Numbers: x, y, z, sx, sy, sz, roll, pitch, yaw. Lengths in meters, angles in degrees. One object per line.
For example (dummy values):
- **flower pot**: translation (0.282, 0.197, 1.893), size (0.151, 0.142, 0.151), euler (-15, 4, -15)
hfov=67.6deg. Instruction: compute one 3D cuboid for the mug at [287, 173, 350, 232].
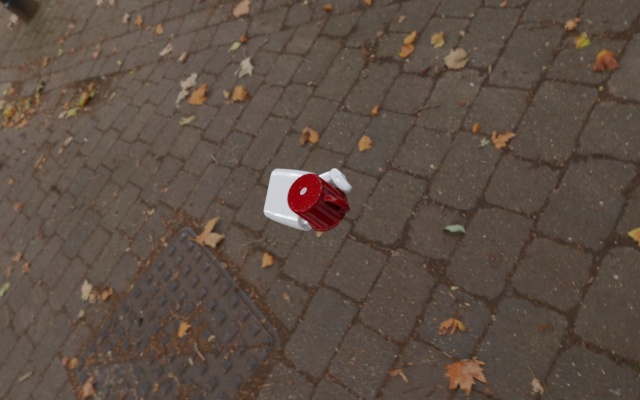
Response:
- **mug**: translation (0.001, 0.003, 0.885), size (0.117, 0.093, 0.081), euler (11, -17, 40)
